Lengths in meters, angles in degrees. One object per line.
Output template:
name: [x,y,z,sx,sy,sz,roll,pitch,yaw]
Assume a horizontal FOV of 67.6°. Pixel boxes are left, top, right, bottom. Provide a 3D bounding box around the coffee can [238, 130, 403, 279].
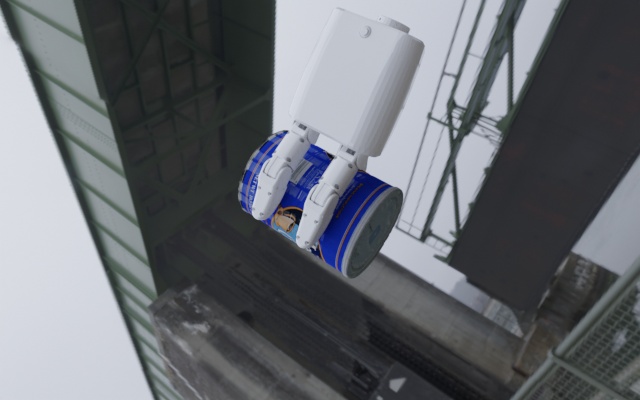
coffee can: [0.000,0.002,0.500,0.140,0.103,0.103,30,12,22]
